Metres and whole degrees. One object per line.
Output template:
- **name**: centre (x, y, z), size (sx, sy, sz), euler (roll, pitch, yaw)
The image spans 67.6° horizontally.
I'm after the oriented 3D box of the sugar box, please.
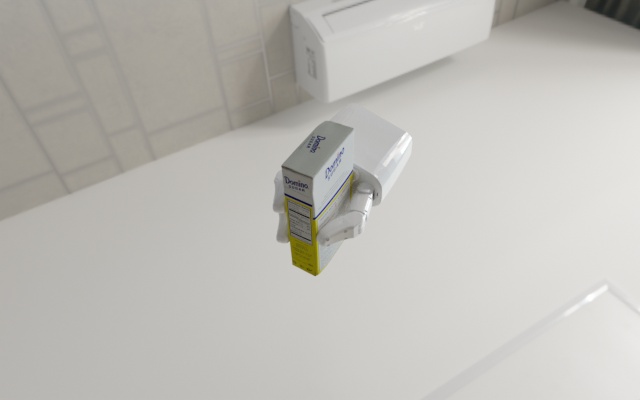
- **sugar box**: centre (0.000, 0.002, 0.566), size (0.048, 0.176, 0.093), euler (21, 51, 23)
